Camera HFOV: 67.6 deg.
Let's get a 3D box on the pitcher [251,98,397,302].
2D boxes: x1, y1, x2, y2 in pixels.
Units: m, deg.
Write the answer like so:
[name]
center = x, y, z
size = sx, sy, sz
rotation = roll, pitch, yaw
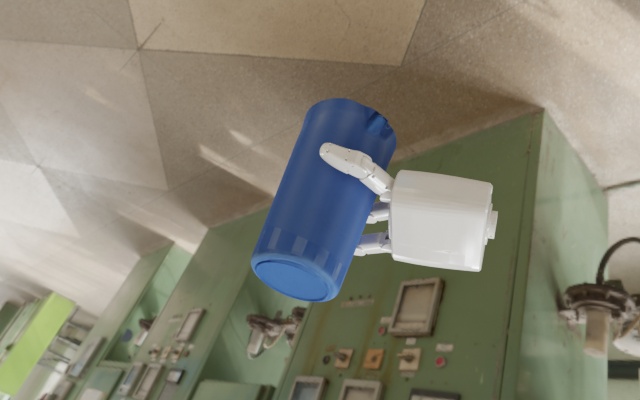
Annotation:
[pitcher]
center = 0.000, 0.002, 0.611
size = 0.145, 0.242, 0.149
rotation = 9, -35, 19
